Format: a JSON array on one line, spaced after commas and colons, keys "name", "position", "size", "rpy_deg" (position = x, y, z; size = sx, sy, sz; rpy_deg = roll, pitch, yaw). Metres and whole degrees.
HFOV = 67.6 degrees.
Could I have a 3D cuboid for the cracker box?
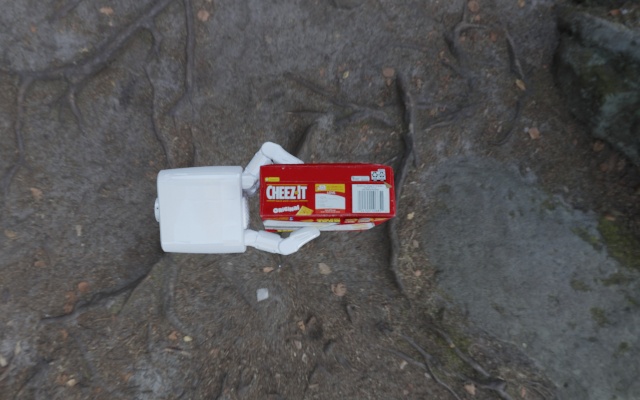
[{"name": "cracker box", "position": [0.000, 0.002, 0.668], "size": [0.164, 0.072, 0.214], "rpy_deg": [0, -8, -5]}]
